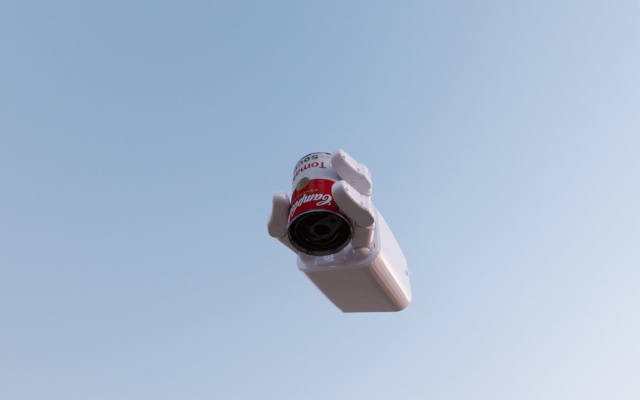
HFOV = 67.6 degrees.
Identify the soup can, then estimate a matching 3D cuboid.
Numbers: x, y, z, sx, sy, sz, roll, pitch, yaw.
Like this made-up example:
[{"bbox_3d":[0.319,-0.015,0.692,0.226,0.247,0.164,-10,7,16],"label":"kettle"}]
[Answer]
[{"bbox_3d":[0.000,0.001,0.533,0.068,0.069,0.102,0,42,1],"label":"soup can"}]
